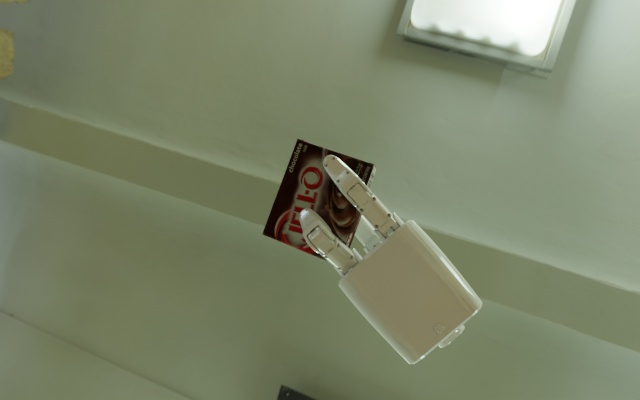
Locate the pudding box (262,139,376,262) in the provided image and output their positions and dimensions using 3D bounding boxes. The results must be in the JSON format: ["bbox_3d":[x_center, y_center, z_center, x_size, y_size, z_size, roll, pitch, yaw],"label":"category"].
[{"bbox_3d":[0.000,0.002,0.512,0.090,0.113,0.039,20,-1,15],"label":"pudding box"}]
